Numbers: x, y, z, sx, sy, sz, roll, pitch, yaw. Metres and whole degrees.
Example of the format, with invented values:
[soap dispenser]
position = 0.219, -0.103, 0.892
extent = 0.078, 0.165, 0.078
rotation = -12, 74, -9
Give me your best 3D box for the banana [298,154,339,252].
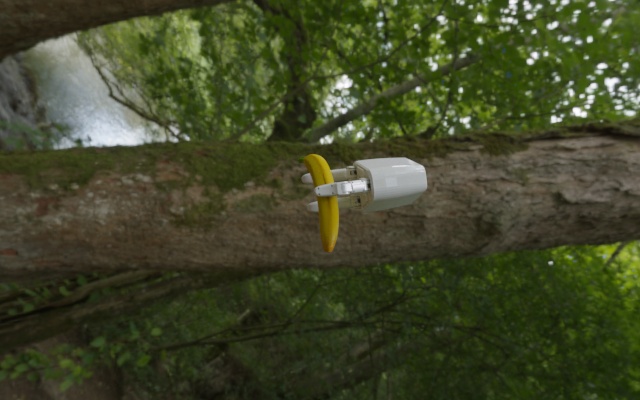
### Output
[banana]
position = 0.004, -0.008, 0.856
extent = 0.037, 0.197, 0.070
rotation = -5, -25, -20
